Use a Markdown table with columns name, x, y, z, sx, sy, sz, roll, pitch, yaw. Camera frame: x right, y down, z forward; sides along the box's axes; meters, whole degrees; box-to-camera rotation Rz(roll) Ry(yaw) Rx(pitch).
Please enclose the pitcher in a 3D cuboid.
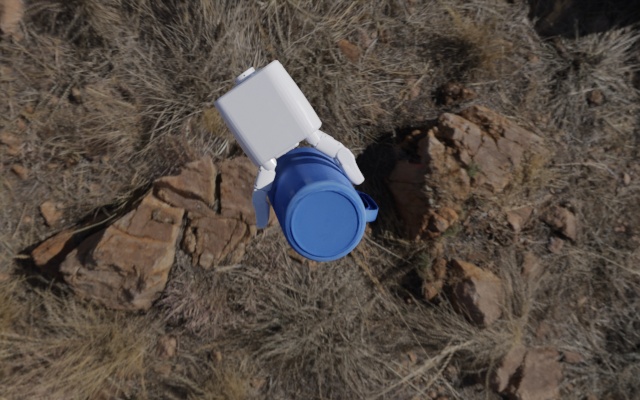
| name | x | y | z | sx | sy | sz | roll | pitch | yaw |
| --- | --- | --- | --- | --- | --- | --- | --- | --- | --- |
| pitcher | 0.000 | 0.002 | 0.711 | 0.149 | 0.145 | 0.242 | -31 | 16 | 0 |
